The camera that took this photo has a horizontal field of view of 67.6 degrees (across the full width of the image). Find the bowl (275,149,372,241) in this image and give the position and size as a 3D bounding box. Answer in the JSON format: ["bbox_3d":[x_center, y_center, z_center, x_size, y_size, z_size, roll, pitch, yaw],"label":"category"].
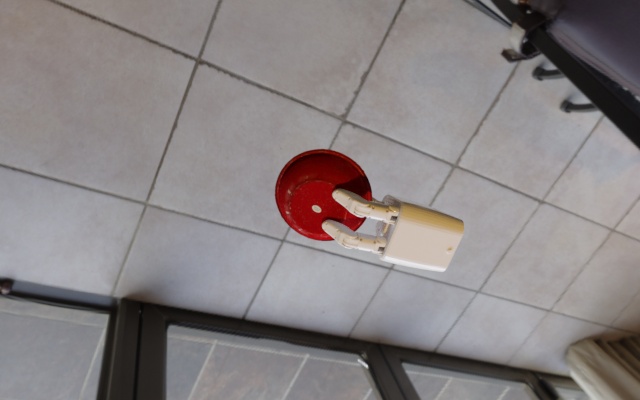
[{"bbox_3d":[-0.001,0.003,0.759,0.162,0.162,0.055,0,21,10],"label":"bowl"}]
